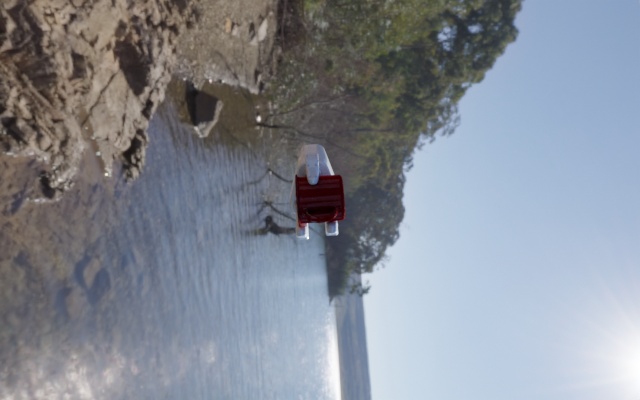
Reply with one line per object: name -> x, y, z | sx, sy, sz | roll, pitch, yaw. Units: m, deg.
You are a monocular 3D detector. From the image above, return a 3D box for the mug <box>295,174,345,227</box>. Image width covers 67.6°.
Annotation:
mug -> 0.000, 0.003, 0.828 | 0.081, 0.093, 0.117 | -4, 27, 0
